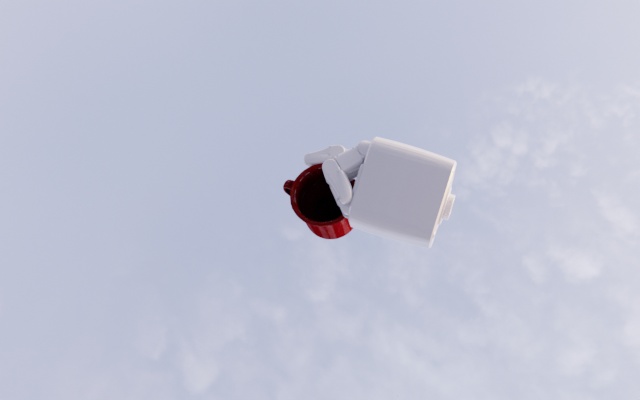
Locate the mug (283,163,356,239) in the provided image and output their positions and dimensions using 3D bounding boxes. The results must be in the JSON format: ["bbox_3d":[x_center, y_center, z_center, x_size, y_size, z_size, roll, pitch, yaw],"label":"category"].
[{"bbox_3d":[-0.001,0.002,0.680,0.117,0.093,0.081,19,-18,17],"label":"mug"}]
